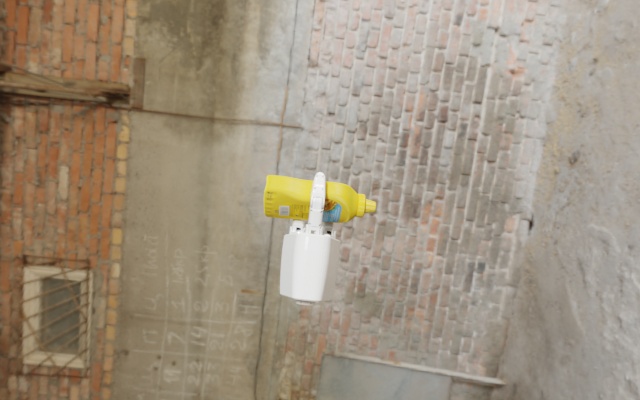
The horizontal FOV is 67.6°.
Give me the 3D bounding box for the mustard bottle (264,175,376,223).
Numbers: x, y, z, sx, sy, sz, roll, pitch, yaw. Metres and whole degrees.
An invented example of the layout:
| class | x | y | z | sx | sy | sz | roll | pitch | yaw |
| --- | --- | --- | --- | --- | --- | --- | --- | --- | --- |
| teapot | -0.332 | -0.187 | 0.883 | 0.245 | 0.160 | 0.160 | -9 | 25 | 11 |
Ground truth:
| class | x | y | z | sx | sy | sz | roll | pitch | yaw |
| --- | --- | --- | --- | --- | --- | --- | --- | --- | --- |
| mustard bottle | 0.000 | 0.002 | 0.826 | 0.191 | 0.058 | 0.096 | 6 | -32 | -2 |
